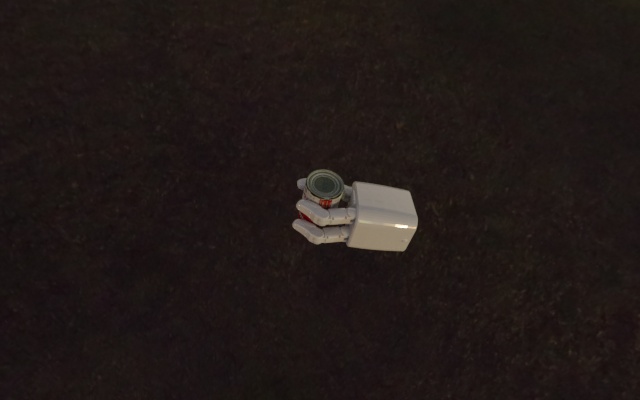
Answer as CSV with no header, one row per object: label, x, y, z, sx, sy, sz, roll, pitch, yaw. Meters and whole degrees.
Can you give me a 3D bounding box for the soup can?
soup can,0.000,0.002,0.842,0.068,0.068,0.102,0,-38,-12
